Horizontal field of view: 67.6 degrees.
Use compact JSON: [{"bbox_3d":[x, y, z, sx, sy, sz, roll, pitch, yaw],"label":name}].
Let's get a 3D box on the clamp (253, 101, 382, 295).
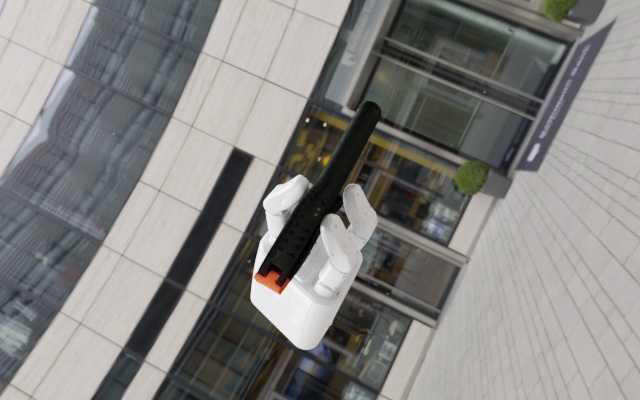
[{"bbox_3d":[-0.001,0.002,0.481,0.036,0.165,0.210,27,43,8],"label":"clamp"}]
